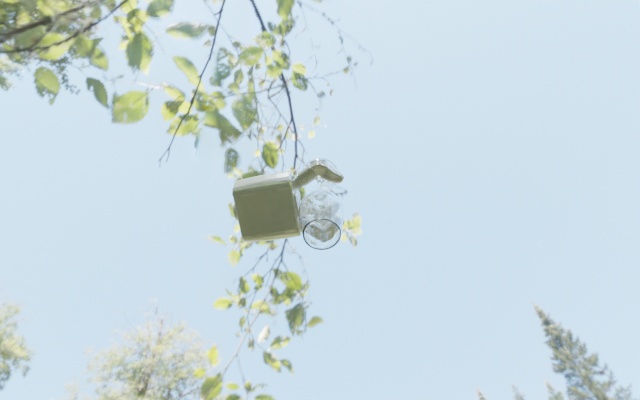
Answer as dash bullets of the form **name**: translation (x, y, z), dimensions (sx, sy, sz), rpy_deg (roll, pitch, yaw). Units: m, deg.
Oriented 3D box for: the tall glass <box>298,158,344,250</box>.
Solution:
- **tall glass**: translation (0.000, 0.002, 0.843), dimensions (0.079, 0.079, 0.201), rpy_deg (0, 31, -2)
